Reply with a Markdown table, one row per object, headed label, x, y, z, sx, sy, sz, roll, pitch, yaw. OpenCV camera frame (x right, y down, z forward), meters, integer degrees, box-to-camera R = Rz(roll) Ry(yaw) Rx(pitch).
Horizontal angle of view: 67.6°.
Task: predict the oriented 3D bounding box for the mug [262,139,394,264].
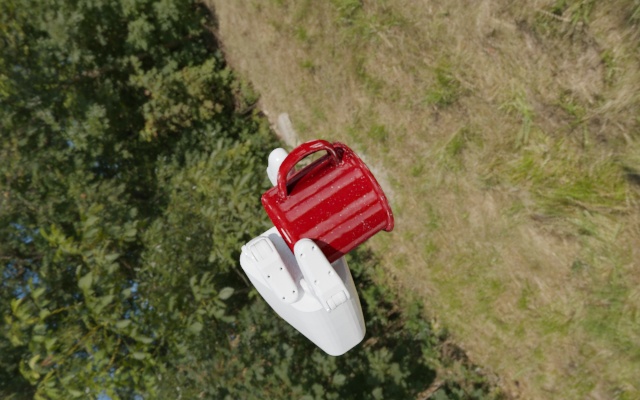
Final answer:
| label | x | y | z | sx | sy | sz | roll | pitch | yaw |
| --- | --- | --- | --- | --- | --- | --- | --- | --- | --- |
| mug | 0.000 | 0.001 | 0.402 | 0.081 | 0.117 | 0.093 | -33 | 46 | -11 |
